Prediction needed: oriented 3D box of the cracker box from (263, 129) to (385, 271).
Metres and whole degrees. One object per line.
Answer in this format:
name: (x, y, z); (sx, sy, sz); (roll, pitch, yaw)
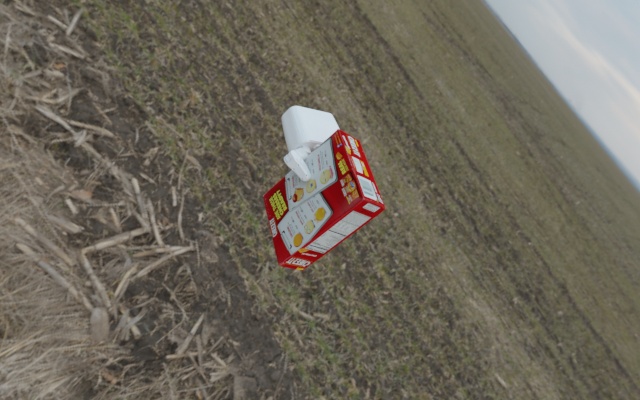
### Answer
cracker box: (0.000, 0.003, 0.863); (0.072, 0.164, 0.214); (22, -51, -41)
